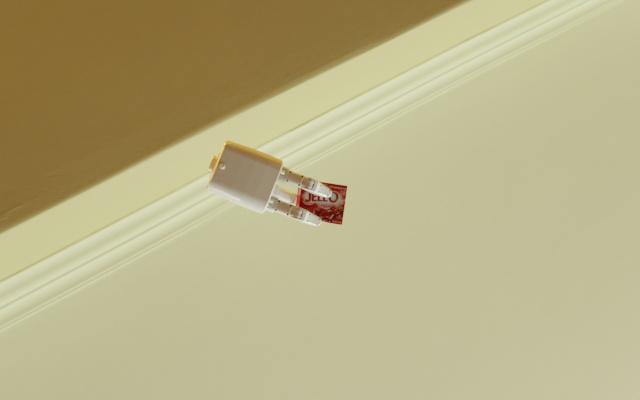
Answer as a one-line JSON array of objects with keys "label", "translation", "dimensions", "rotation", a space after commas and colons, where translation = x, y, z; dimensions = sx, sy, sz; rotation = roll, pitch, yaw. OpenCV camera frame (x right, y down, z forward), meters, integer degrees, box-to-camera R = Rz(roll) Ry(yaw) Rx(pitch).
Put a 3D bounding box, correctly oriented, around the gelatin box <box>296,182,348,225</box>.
[{"label": "gelatin box", "translation": [0.000, 0.003, 0.872], "dimensions": [0.089, 0.073, 0.030], "rotation": [9, -2, -18]}]
